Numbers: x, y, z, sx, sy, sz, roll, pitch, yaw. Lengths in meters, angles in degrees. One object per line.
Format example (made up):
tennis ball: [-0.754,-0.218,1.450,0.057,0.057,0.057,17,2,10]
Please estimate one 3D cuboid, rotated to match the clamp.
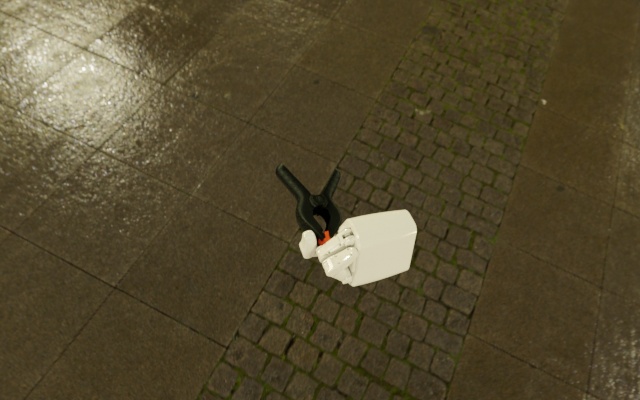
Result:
clamp: [0.000,0.002,0.817,0.120,0.171,0.039,-9,-32,-22]
